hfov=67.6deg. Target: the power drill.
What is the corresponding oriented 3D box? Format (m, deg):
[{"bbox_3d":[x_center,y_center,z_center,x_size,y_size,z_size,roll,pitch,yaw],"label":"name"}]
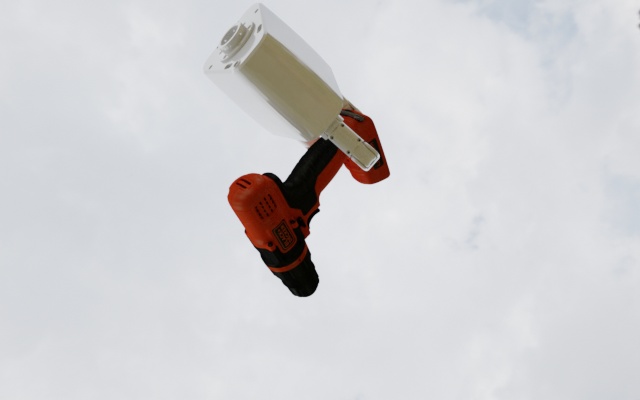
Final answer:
[{"bbox_3d":[0.000,0.001,0.543,0.057,0.187,0.185,24,-29,39],"label":"power drill"}]
